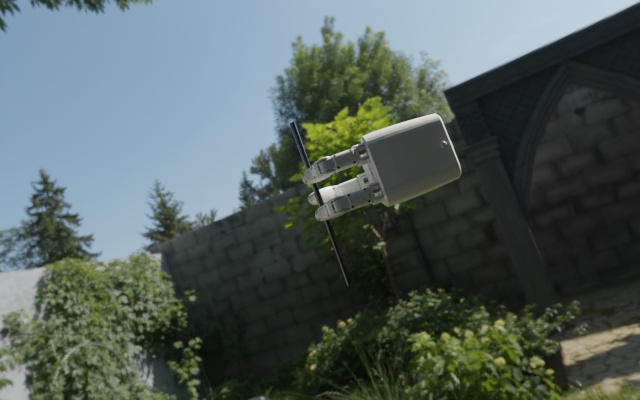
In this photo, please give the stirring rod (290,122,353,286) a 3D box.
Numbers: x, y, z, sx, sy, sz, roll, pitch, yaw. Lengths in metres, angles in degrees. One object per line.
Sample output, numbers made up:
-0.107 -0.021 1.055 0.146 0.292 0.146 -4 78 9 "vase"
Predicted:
0.000 0.002 0.661 0.011 0.239 0.011 -19 -8 -3 "stirring rod"
